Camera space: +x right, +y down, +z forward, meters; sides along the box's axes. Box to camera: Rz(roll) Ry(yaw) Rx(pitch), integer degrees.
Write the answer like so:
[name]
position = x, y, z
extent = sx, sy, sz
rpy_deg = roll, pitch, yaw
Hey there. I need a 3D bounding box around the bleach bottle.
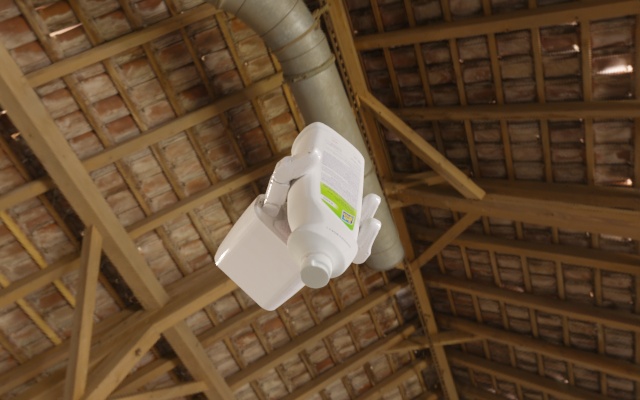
[bleach bottle]
position = 0.000, 0.002, 0.558
extent = 0.102, 0.068, 0.250
rpy_deg = 35, 30, -15
